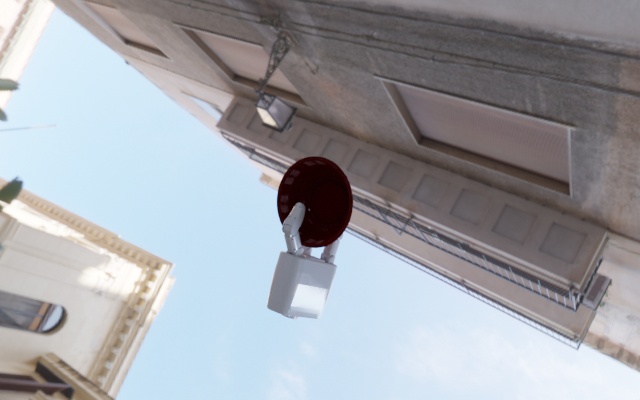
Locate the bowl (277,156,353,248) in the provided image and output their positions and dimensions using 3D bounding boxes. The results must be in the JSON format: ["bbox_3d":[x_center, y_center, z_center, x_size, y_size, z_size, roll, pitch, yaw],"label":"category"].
[{"bbox_3d":[0.001,0.002,0.857,0.162,0.162,0.055,0,1,34],"label":"bowl"}]
